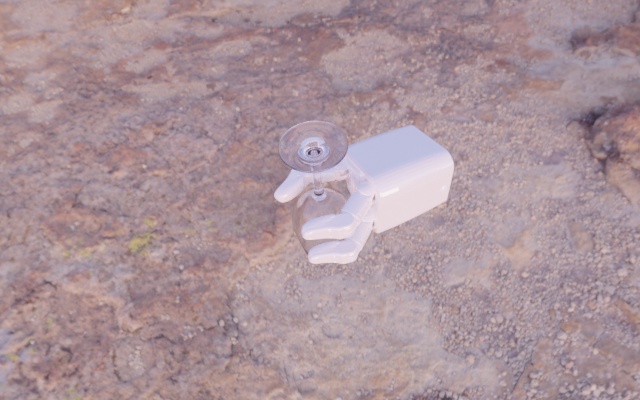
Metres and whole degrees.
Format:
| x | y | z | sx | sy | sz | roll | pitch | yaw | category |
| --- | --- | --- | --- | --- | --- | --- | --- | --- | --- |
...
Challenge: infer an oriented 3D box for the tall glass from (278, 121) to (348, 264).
| x | y | z | sx | sy | sz | roll | pitch | yaw | category |
| --- | --- | --- | --- | --- | --- | --- | --- | --- | --- |
| 0.000 | 0.001 | 0.579 | 0.079 | 0.079 | 0.201 | 0 | -37 | 5 | tall glass |
